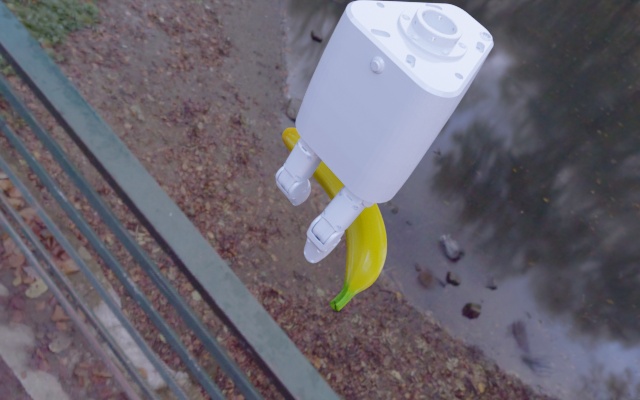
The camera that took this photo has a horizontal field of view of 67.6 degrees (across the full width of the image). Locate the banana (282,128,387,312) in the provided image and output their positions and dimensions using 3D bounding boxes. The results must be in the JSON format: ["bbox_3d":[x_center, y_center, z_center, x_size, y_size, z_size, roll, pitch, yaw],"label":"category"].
[{"bbox_3d":[0.018,0.002,0.455,0.069,0.197,0.037,-6,-31,-20],"label":"banana"}]
